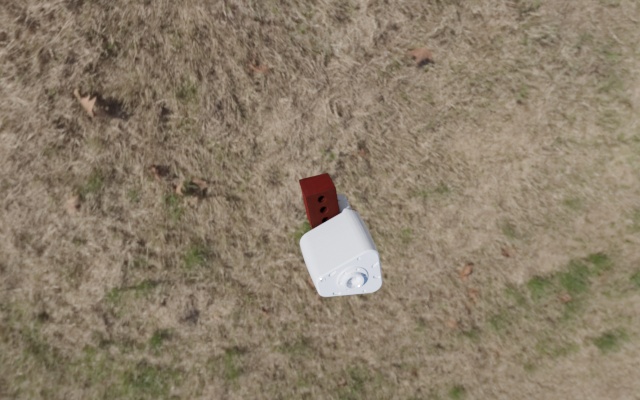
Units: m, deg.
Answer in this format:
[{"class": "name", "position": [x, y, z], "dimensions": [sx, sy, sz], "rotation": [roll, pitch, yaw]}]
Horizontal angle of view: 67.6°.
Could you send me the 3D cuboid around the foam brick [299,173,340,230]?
[{"class": "foam brick", "position": [0.000, 0.002, 0.801], "dimensions": [0.053, 0.078, 0.051], "rotation": [-16, 36, -6]}]
